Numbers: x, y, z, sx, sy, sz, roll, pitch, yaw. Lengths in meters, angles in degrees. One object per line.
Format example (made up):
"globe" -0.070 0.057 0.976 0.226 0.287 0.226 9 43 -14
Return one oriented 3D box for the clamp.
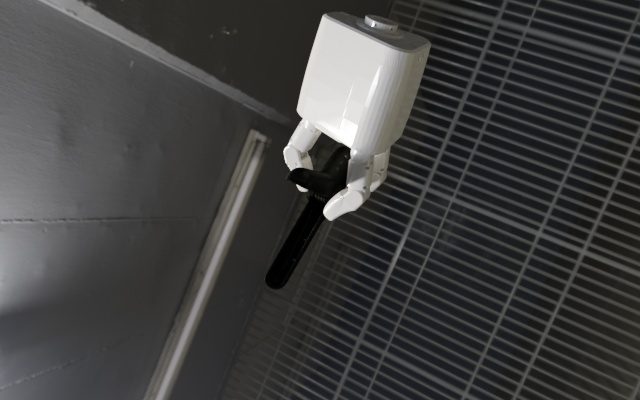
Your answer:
"clamp" 0.000 0.001 0.569 0.036 0.165 0.210 28 33 13
